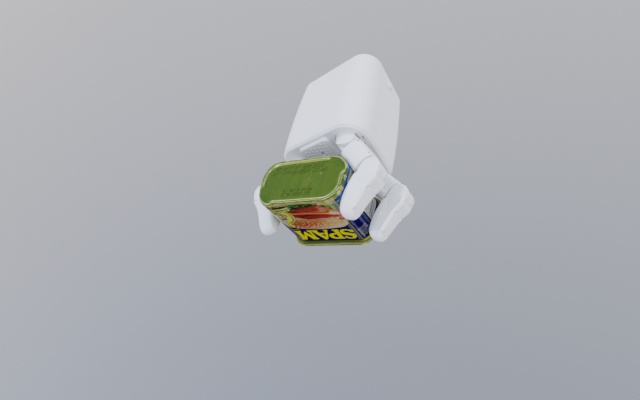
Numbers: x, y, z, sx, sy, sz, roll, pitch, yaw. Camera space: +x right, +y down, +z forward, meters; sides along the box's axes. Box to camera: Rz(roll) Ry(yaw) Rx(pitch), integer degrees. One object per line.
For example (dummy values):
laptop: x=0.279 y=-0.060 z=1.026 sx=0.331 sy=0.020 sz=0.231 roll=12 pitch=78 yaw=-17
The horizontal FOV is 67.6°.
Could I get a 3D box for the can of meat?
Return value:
can of meat: x=0.000 y=0.001 z=0.484 sx=0.102 sy=0.057 sz=0.084 roll=-4 pitch=-34 yaw=32
